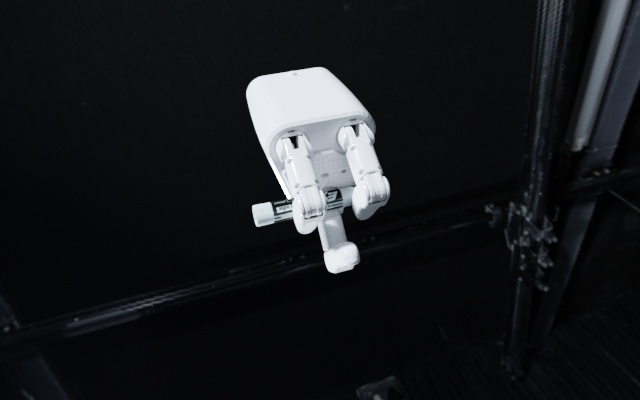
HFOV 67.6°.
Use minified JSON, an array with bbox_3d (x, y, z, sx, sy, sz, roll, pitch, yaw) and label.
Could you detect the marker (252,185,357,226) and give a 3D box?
[{"bbox_3d":[0.000,0.001,0.429,0.121,0.020,0.020,-12,3,-14],"label":"marker"}]
